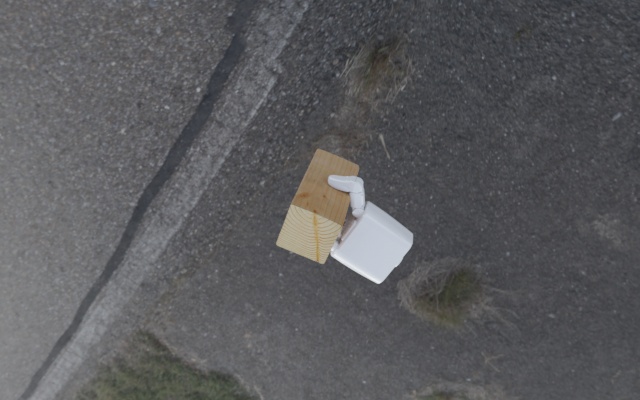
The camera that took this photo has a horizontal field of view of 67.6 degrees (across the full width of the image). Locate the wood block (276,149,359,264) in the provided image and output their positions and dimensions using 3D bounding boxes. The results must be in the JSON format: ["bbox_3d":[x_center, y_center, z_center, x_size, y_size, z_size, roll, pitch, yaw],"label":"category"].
[{"bbox_3d":[0.001,0.003,0.852,0.090,0.091,0.206,23,33,-2],"label":"wood block"}]
